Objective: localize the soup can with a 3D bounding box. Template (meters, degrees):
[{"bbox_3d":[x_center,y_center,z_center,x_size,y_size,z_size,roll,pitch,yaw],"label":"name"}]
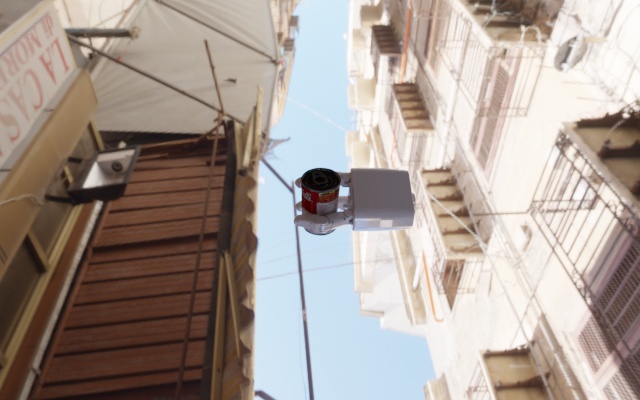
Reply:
[{"bbox_3d":[0.000,0.003,0.835,0.068,0.102,0.068,1,39,-1],"label":"soup can"}]
